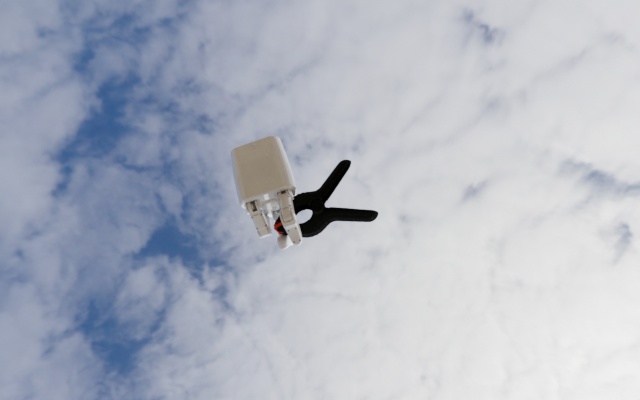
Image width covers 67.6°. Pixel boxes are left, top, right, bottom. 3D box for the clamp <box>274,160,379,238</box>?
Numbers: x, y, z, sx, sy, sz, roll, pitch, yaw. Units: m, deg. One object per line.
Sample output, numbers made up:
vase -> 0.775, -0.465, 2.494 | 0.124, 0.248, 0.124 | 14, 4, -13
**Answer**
clamp -> 0.000, 0.003, 0.802 | 0.171, 0.120, 0.039 | -17, -30, 3
